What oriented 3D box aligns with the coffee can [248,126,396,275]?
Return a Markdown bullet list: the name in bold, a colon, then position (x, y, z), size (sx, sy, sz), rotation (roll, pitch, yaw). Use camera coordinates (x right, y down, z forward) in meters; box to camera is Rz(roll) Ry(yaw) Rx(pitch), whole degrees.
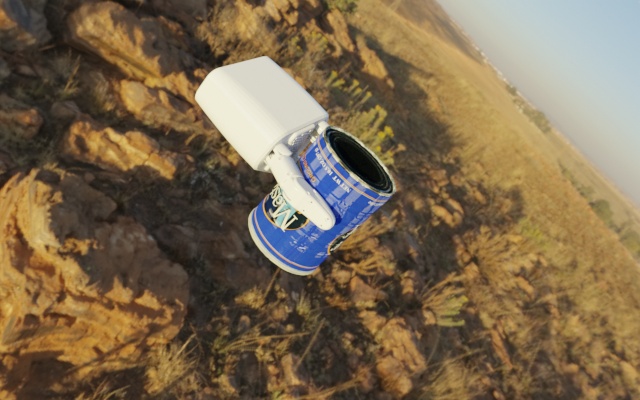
- **coffee can**: position (0.000, 0.002, 0.539), size (0.140, 0.102, 0.103), rotation (-46, -24, 25)
